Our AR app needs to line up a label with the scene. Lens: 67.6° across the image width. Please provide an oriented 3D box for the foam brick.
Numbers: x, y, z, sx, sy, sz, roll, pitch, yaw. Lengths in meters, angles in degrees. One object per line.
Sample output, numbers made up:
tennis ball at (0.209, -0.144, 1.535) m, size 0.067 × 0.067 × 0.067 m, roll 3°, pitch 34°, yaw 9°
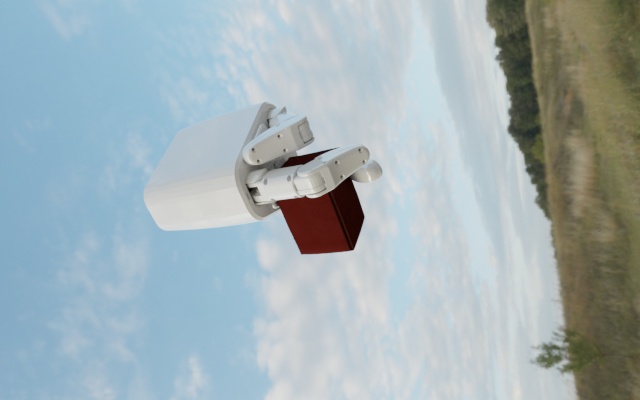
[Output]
foam brick at (0.000, 0.002, 0.421) m, size 0.051 × 0.078 × 0.053 m, roll -10°, pitch 27°, yaw 24°
